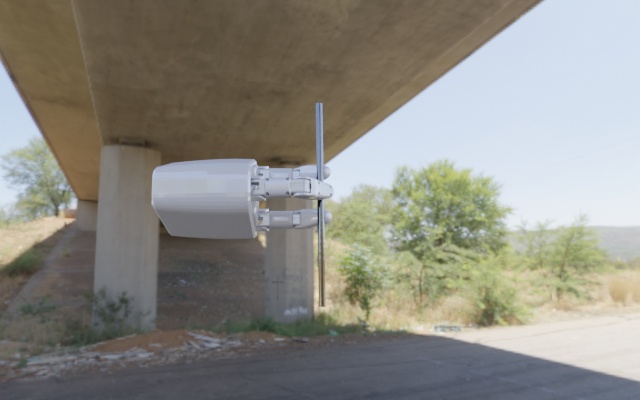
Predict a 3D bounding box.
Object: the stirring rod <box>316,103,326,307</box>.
[{"bbox_3d":[0.000,0.002,0.560,0.011,0.239,0.011,-1,-9,0],"label":"stirring rod"}]
